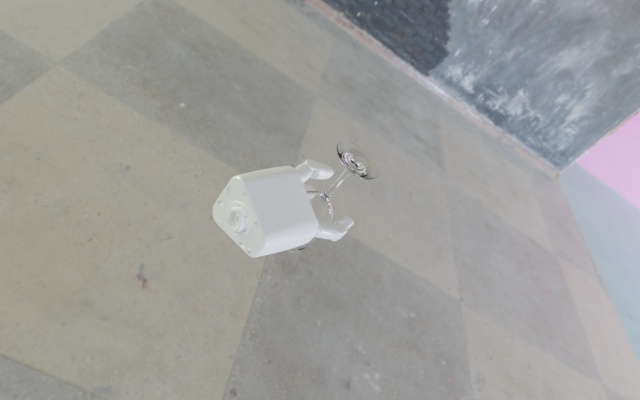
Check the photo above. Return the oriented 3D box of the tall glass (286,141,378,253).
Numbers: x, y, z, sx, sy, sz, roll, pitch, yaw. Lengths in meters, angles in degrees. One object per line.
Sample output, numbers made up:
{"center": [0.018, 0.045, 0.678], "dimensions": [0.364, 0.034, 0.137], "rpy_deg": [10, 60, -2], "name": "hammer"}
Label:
{"center": [0.001, 0.002, 0.751], "dimensions": [0.079, 0.079, 0.201], "rpy_deg": [0, -38, -43], "name": "tall glass"}
